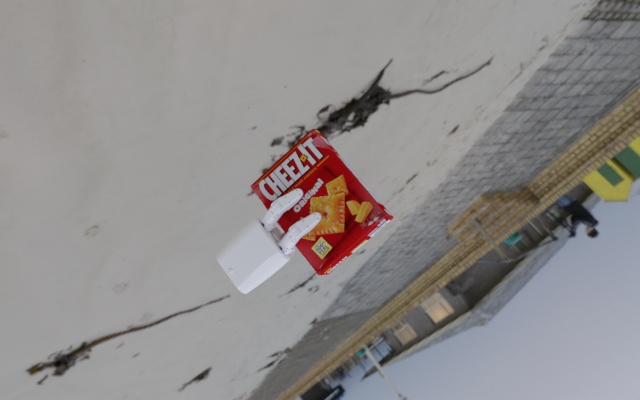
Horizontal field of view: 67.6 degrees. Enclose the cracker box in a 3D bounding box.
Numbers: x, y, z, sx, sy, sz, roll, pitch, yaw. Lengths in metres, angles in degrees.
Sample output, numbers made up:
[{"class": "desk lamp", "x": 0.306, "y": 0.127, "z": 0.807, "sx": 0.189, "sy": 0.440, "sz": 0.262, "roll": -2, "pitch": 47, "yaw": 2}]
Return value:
[{"class": "cracker box", "x": 0.000, "y": 0.003, "z": 0.869, "sx": 0.164, "sy": 0.213, "sz": 0.072, "roll": -42, "pitch": -15, "yaw": 8}]
